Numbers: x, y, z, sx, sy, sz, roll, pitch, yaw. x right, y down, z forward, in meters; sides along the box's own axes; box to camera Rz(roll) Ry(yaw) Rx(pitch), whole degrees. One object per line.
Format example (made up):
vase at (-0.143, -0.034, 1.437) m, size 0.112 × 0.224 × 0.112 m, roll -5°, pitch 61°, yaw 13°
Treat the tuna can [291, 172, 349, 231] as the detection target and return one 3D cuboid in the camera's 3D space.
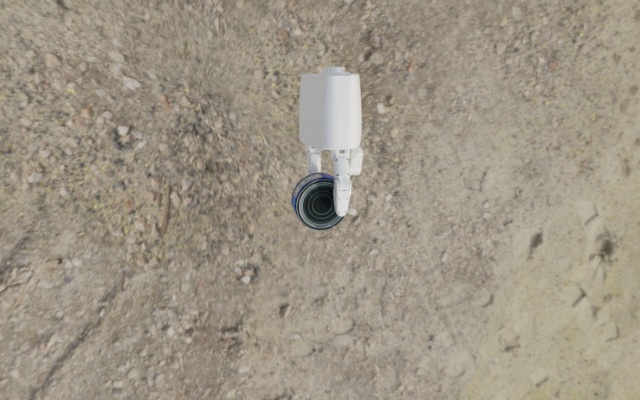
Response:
tuna can at (0.000, 0.003, 0.733) m, size 0.086 × 0.086 × 0.033 m, roll 0°, pitch 18°, yaw -14°
